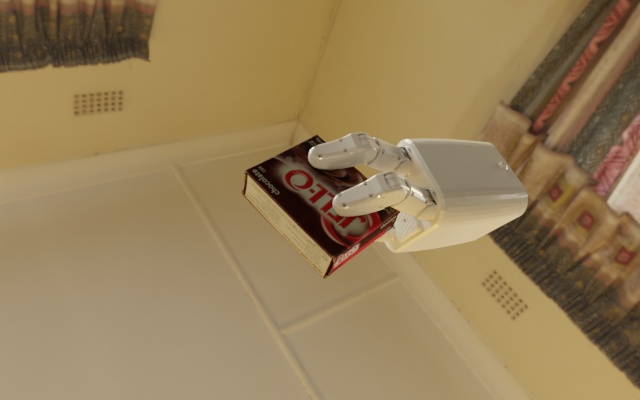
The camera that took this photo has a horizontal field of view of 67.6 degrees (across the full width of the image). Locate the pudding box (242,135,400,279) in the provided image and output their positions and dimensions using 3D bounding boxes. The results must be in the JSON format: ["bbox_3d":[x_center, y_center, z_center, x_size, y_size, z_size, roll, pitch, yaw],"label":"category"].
[{"bbox_3d":[0.000,0.001,0.424,0.113,0.039,0.090,42,50,21],"label":"pudding box"}]
